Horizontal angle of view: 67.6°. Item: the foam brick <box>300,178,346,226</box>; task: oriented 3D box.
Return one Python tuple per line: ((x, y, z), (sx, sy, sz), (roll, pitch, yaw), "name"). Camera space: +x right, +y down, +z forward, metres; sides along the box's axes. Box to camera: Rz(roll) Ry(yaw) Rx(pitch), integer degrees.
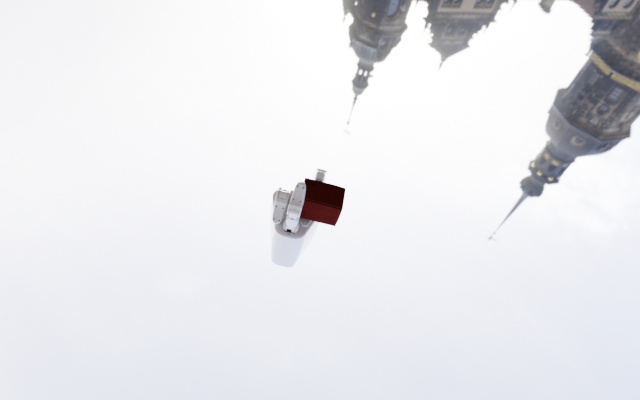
((0.000, 0.003, 0.845), (0.078, 0.053, 0.051), (15, -43, -1), "foam brick")
